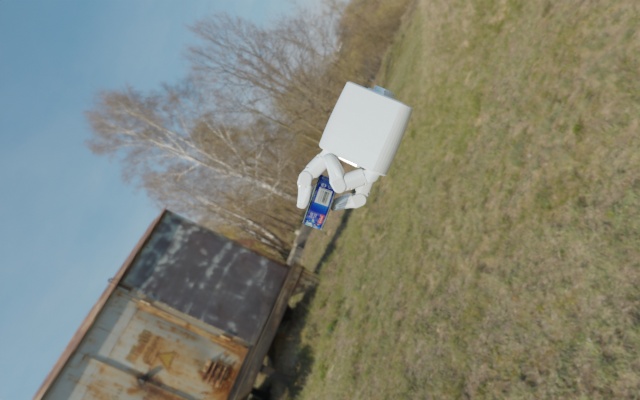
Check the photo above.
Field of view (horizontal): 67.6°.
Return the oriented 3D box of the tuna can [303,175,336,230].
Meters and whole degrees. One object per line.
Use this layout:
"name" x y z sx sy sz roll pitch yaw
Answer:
"tuna can" 0.000 0.002 0.768 0.034 0.086 0.086 19 -1 -2
